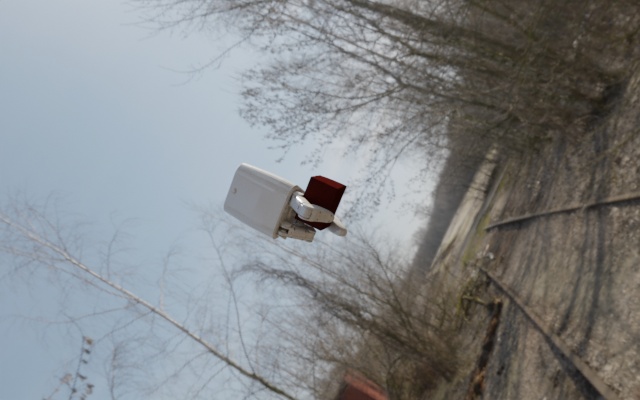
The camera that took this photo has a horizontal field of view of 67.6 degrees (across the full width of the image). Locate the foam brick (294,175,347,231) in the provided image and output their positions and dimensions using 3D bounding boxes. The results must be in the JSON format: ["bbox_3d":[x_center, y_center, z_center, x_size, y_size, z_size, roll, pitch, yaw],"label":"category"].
[{"bbox_3d":[0.000,0.002,0.790,0.051,0.078,0.053,26,13,15],"label":"foam brick"}]
